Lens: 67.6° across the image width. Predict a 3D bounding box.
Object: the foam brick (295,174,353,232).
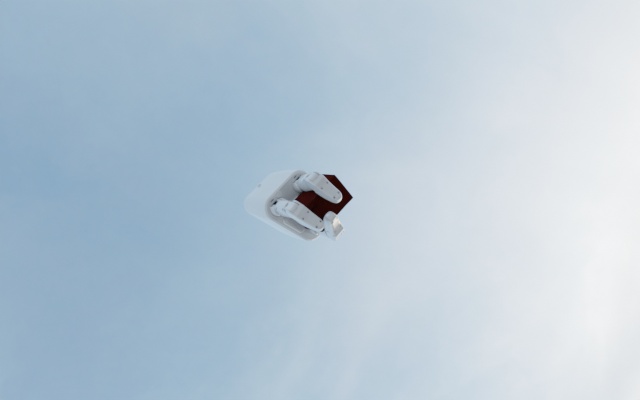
[{"bbox_3d":[0.000,0.002,0.751,0.078,0.053,0.051,-47,25,-19],"label":"foam brick"}]
